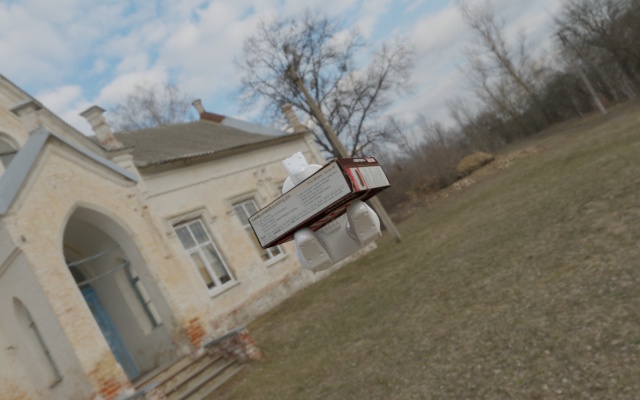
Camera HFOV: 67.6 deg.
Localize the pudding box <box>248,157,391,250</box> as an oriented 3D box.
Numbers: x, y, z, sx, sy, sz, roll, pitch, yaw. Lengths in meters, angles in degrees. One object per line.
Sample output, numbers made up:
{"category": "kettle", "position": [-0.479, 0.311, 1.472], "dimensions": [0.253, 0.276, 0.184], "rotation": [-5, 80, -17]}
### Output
{"category": "pudding box", "position": [0.000, 0.001, 0.455], "dimensions": [0.113, 0.039, 0.090], "rotation": [-35, -10, 27]}
